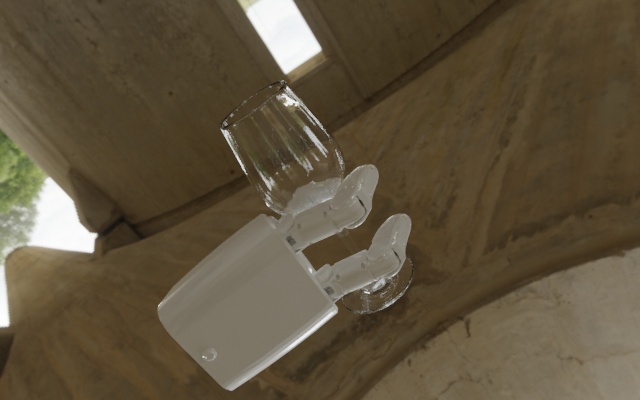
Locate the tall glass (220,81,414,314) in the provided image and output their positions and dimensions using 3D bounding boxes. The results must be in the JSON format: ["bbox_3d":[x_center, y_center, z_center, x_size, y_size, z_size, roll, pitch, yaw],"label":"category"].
[{"bbox_3d":[0.001,0.002,0.403,0.079,0.201,0.079,-29,24,14],"label":"tall glass"}]
